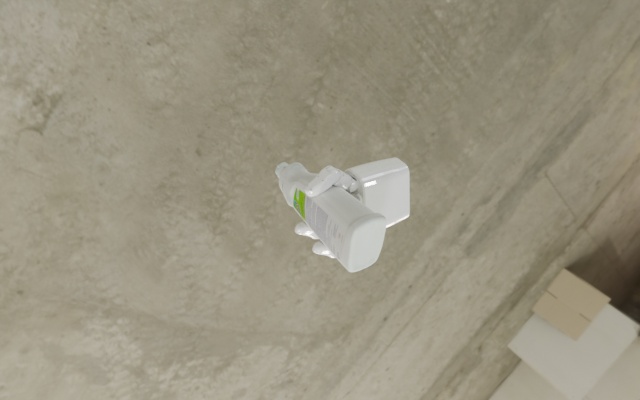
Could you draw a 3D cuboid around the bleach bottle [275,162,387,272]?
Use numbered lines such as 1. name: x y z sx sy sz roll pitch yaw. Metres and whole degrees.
1. bleach bottle: 0.000 0.003 0.779 0.068 0.103 0.250 -18 43 -29
